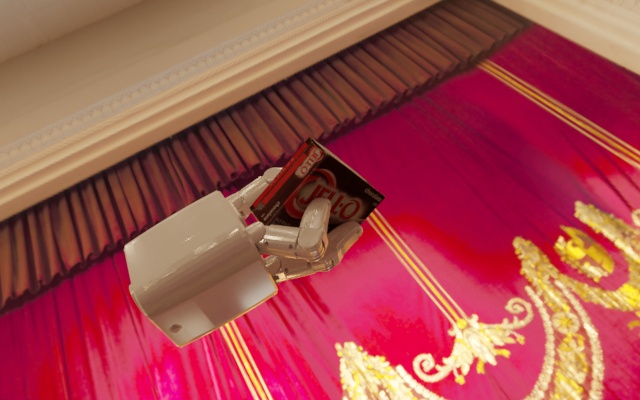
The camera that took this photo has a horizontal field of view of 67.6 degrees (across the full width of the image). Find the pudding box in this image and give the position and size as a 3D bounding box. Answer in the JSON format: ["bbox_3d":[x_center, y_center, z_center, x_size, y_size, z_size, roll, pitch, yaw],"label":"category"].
[{"bbox_3d":[0.000,0.001,0.468,0.113,0.090,0.039,30,15,-51],"label":"pudding box"}]
